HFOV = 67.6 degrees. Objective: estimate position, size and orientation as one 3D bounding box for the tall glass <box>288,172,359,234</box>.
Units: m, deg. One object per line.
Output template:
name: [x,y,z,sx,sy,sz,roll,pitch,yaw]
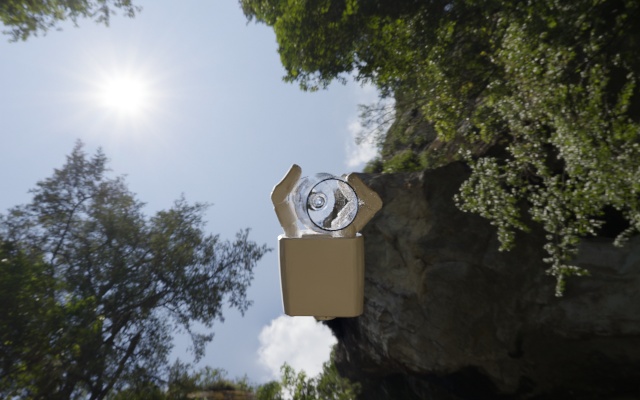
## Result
tall glass: [0.000,0.002,0.645,0.079,0.079,0.201,0,2,-8]
